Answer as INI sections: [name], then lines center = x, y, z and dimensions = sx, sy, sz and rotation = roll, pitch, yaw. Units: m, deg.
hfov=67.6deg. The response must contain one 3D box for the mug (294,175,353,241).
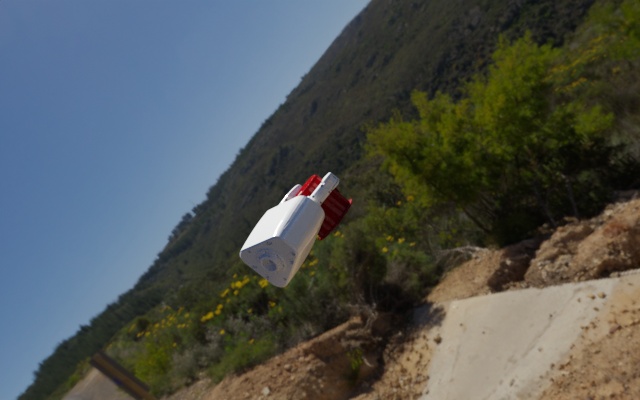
[mug]
center = 0.001, 0.002, 0.848
dimensions = 0.093, 0.081, 0.117
rotation = -45, 9, 41
